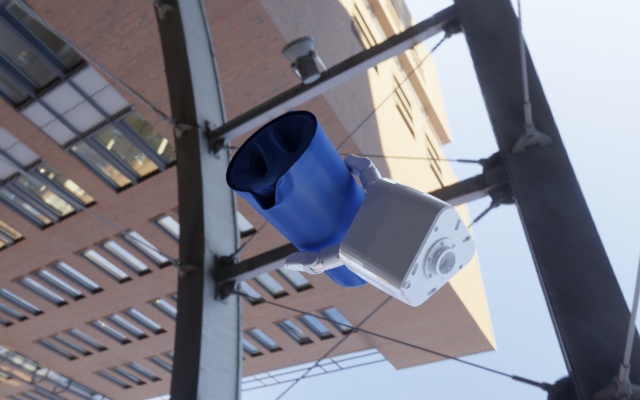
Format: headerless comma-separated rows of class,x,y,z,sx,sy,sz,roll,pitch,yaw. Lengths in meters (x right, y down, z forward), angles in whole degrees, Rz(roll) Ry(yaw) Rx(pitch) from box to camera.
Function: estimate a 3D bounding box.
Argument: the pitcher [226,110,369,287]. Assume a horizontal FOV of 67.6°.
pitcher,0.000,0.002,0.643,0.145,0.149,0.243,23,-22,51
